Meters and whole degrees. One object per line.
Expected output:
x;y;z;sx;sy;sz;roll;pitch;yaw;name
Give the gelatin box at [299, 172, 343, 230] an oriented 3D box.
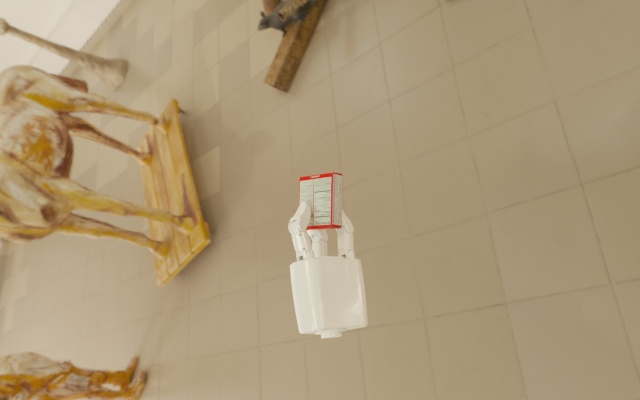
0.000;0.002;0.775;0.073;0.089;0.030;-6;-10;42;gelatin box
